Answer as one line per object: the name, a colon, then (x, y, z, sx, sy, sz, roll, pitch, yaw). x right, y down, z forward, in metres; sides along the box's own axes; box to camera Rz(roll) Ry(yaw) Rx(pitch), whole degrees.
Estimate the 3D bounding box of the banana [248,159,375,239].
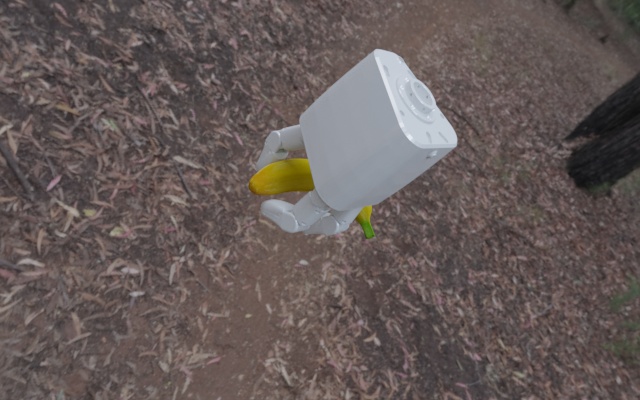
banana: (0.001, -0.013, 0.556, 0.198, 0.069, 0.037, 22, -39, -38)
